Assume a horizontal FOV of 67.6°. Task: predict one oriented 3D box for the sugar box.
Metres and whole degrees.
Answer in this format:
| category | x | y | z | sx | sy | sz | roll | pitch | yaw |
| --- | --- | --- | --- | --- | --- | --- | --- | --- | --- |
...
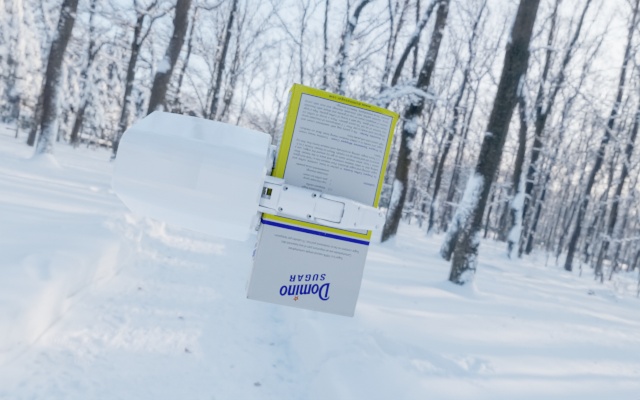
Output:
| category | x | y | z | sx | sy | sz | roll | pitch | yaw |
| --- | --- | --- | --- | --- | --- | --- | --- | --- | --- |
| sugar box | 0.000 | 0.001 | 0.403 | 0.093 | 0.176 | 0.048 | 13 | 3 | -11 |
